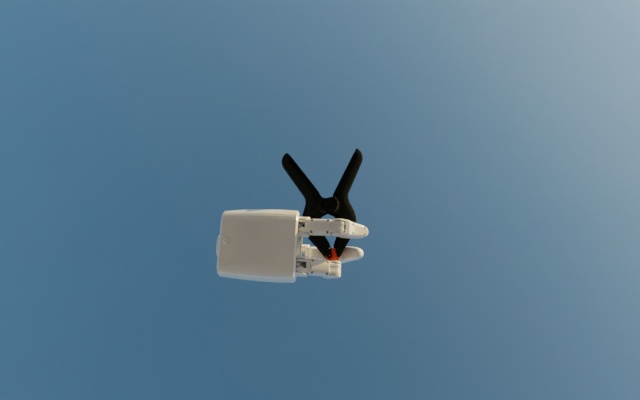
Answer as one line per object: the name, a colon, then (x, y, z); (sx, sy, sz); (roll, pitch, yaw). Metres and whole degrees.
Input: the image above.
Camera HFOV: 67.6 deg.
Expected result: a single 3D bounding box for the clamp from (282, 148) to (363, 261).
clamp: (0.000, 0.003, 0.698); (0.120, 0.171, 0.039); (3, -14, 0)
